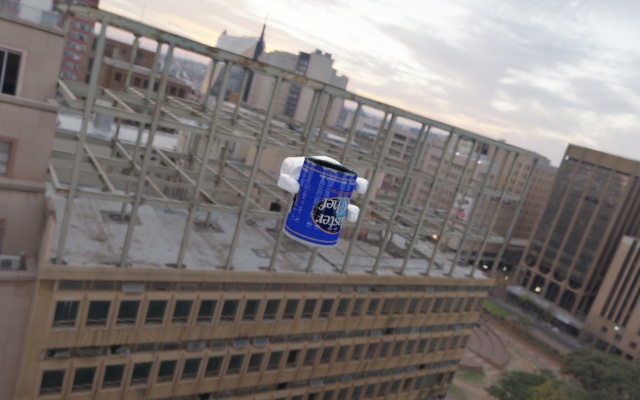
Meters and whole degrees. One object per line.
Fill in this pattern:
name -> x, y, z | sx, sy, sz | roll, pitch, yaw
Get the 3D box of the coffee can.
coffee can -> 0.000, 0.003, 0.860 | 0.103, 0.140, 0.102 | 16, 12, -3
